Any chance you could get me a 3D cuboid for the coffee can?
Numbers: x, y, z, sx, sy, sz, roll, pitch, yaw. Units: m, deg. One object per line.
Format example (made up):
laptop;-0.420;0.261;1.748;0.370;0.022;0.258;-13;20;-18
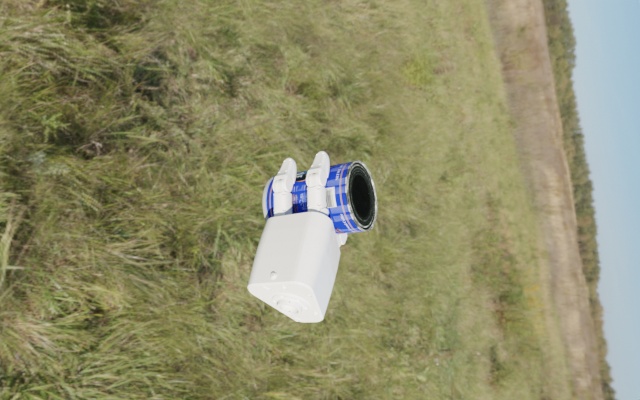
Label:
coffee can;0.000;0.002;0.709;0.140;0.103;0.103;-9;-4;28
